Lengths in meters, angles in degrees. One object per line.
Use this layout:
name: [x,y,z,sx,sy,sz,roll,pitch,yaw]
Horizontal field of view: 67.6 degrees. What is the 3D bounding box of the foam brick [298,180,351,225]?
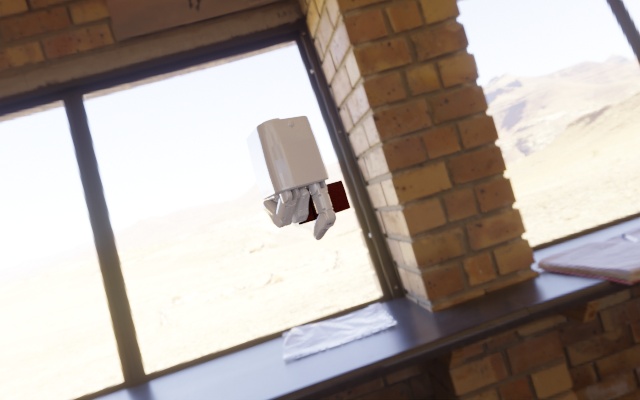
foam brick: [0.000,0.003,0.780,0.078,0.051,0.053,-17,-1,-38]
